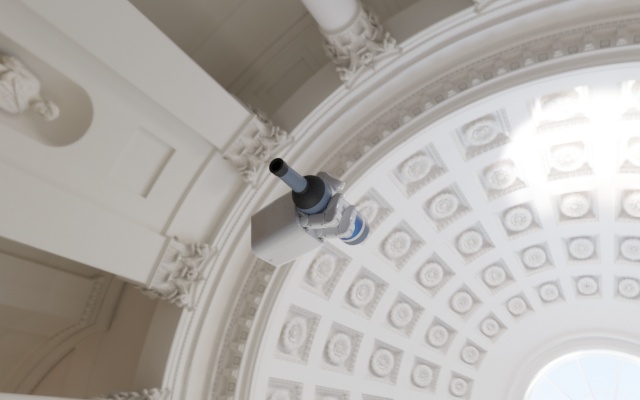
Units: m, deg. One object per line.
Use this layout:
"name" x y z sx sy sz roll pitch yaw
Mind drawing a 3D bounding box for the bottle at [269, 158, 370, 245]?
"bottle" 0.000 0.003 0.862 0.069 0.069 0.296 0 -23 31
